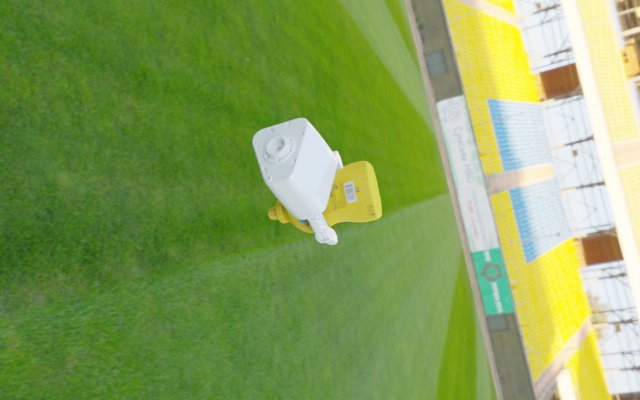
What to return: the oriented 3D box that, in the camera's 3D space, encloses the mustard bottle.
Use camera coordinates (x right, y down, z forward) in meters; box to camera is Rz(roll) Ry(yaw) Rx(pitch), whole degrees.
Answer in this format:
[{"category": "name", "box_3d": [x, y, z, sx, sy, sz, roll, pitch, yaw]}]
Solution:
[{"category": "mustard bottle", "box_3d": [0.000, 0.003, 0.794, 0.191, 0.096, 0.058, -14, -9, 19]}]
